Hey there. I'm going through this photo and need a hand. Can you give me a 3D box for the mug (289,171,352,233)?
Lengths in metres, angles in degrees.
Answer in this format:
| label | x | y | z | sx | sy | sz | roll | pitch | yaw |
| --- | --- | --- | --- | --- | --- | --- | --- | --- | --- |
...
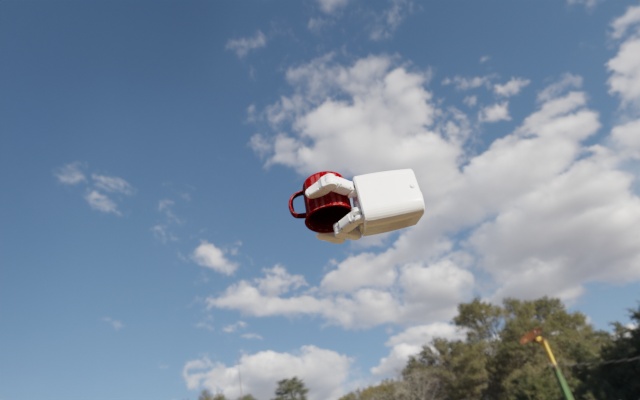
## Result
| label | x | y | z | sx | sy | sz | roll | pitch | yaw |
| --- | --- | --- | --- | --- | --- | --- | --- | --- | --- |
| mug | -0.001 | 0.003 | 0.868 | 0.117 | 0.081 | 0.093 | -9 | -34 | -3 |
